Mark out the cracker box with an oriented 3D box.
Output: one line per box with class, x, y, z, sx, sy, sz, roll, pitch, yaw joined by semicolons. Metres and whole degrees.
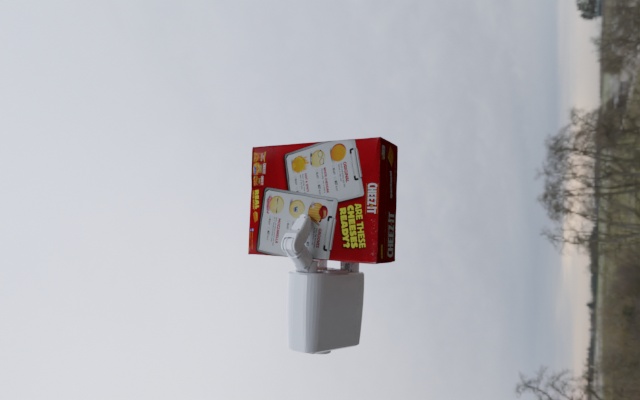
cracker box;0.000;0.002;0.682;0.213;0.164;0.072;0;-4;32
